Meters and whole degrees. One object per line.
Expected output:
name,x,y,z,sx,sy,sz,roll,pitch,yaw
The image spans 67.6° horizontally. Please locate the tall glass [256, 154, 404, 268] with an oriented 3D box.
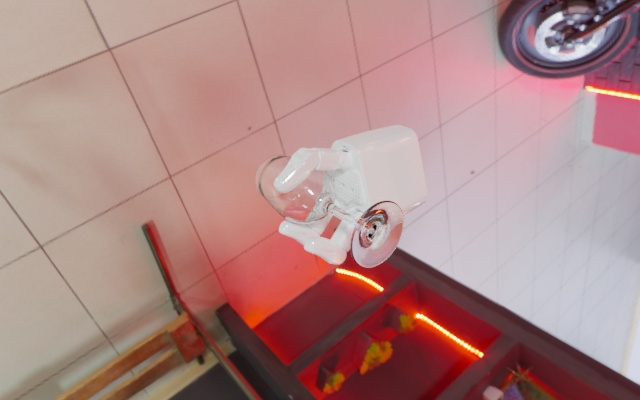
tall glass,0.000,0.002,0.560,0.079,0.079,0.201,0,20,-40
